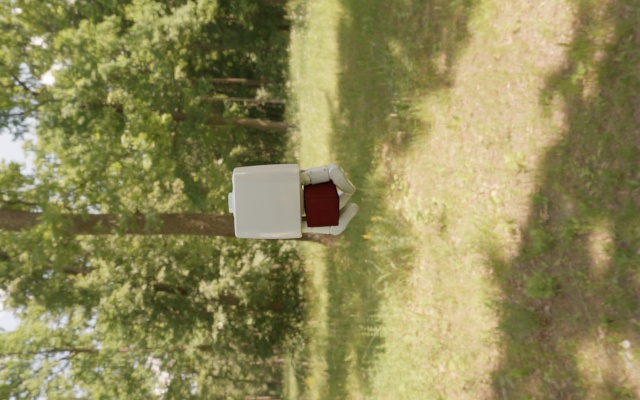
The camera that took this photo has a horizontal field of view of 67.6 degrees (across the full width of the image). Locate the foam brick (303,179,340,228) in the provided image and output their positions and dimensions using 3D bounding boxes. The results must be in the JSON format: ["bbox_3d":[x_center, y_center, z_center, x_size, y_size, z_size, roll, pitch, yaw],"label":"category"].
[{"bbox_3d":[0.000,0.003,0.762,0.051,0.053,0.078,-3,25,-5],"label":"foam brick"}]
